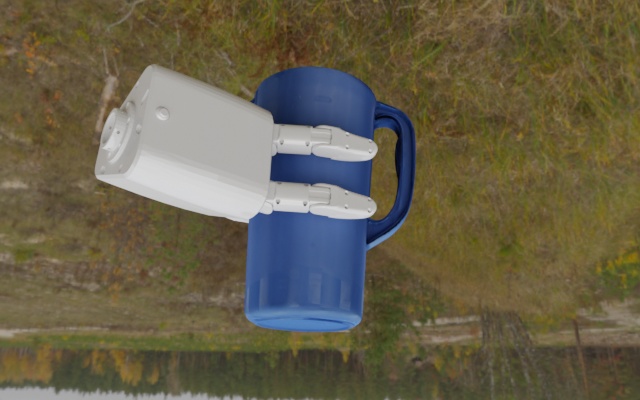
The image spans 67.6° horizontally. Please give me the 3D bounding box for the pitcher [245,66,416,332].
[{"bbox_3d":[0.000,0.002,0.476,0.145,0.242,0.149,20,-28,-38],"label":"pitcher"}]
